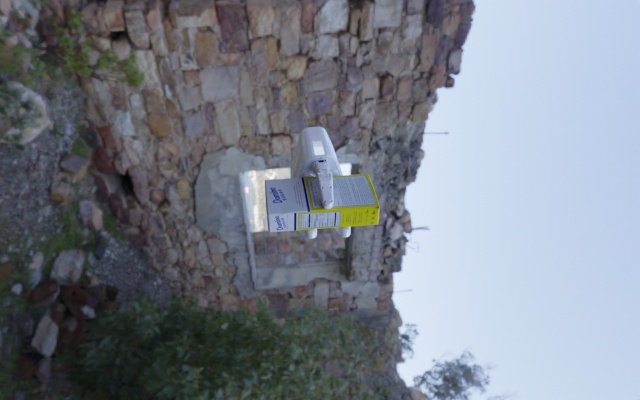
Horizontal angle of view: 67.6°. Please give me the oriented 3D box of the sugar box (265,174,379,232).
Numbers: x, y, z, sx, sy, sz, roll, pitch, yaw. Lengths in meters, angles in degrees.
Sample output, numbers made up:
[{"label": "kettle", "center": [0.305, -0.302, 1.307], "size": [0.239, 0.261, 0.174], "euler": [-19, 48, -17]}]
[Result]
[{"label": "sugar box", "center": [0.000, 0.003, 0.772], "size": [0.176, 0.048, 0.093], "euler": [-5, 38, -5]}]
